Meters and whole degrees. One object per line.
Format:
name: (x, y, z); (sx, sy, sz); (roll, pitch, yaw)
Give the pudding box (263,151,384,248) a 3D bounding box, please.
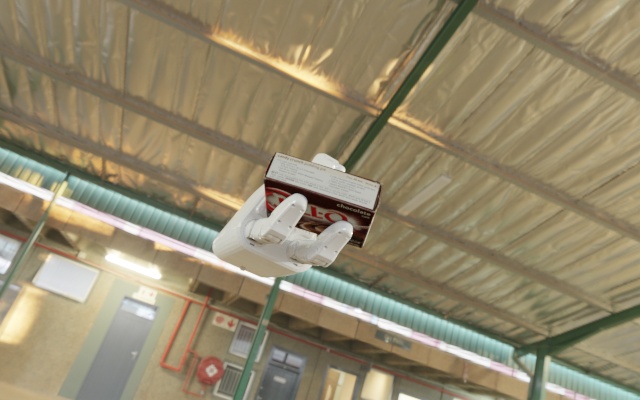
pudding box: (0.000, 0.001, 0.487); (0.113, 0.039, 0.090); (15, -26, 4)
